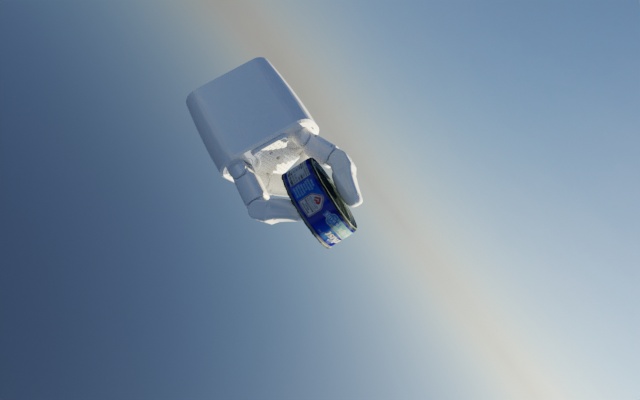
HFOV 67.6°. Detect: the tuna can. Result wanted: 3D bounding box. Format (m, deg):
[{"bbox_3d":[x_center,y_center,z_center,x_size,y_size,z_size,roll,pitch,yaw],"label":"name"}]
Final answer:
[{"bbox_3d":[0.001,0.001,0.462,0.034,0.086,0.086,-32,-5,8],"label":"tuna can"}]
